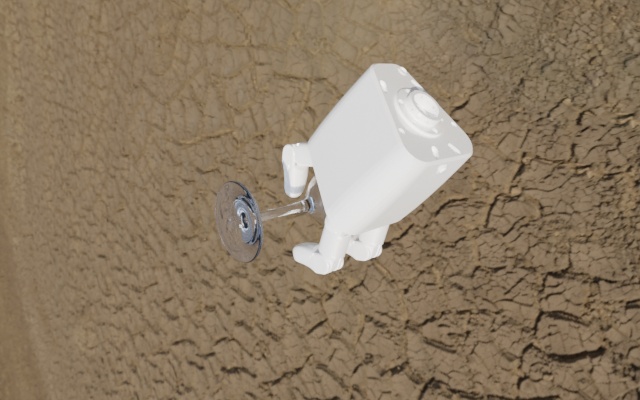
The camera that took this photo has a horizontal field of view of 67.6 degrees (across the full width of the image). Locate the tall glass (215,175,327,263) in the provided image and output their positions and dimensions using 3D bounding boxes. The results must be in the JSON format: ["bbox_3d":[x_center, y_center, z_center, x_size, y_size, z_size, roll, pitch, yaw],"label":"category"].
[{"bbox_3d":[-0.001,0.002,0.486,0.201,0.079,0.079,-13,9,-41],"label":"tall glass"}]
